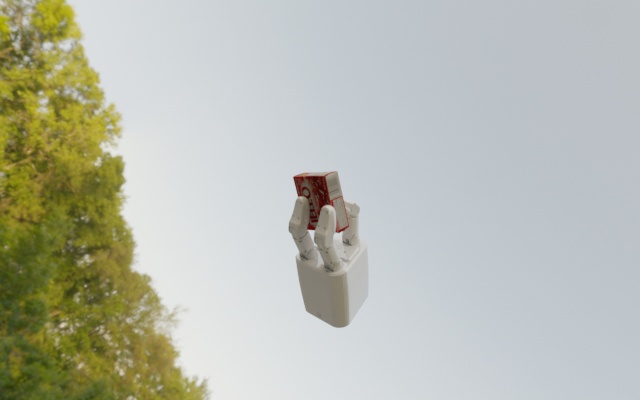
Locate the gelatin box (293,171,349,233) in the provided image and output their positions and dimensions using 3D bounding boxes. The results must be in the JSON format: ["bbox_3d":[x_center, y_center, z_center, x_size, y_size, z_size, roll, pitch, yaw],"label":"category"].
[{"bbox_3d":[0.000,0.002,0.713,0.030,0.089,0.073,-23,17,-39],"label":"gelatin box"}]
